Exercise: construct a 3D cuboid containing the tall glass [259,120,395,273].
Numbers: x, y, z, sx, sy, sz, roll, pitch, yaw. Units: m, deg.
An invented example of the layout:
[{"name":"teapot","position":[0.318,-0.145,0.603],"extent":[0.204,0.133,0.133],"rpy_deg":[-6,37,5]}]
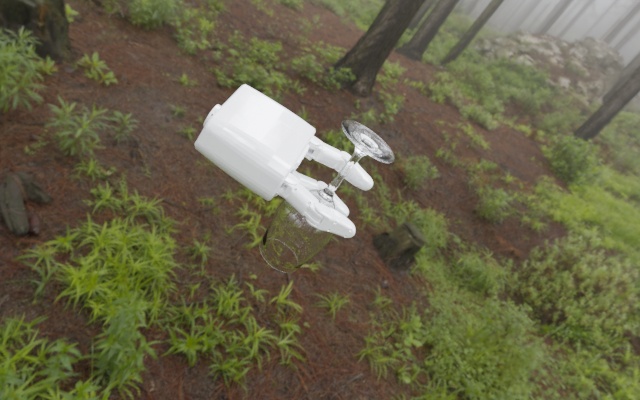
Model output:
[{"name":"tall glass","position":[0.001,0.002,0.587],"extent":[0.079,0.201,0.079],"rpy_deg":[29,28,-17]}]
